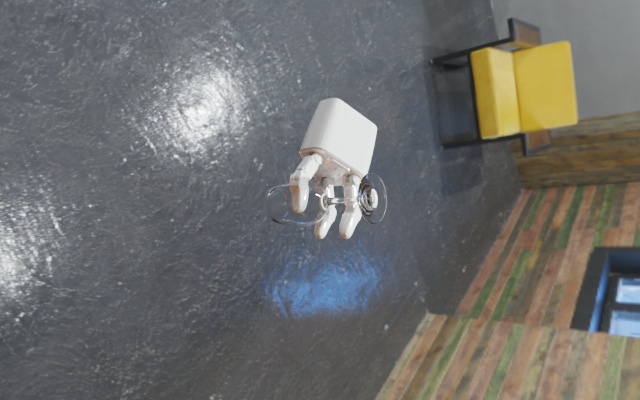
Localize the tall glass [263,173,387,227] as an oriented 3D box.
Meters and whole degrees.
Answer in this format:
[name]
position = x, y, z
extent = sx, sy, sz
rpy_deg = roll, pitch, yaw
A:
[tall glass]
position = 0.001, 0.003, 0.754
extent = 0.201, 0.079, 0.079
rpy_deg = -5, -3, 39
